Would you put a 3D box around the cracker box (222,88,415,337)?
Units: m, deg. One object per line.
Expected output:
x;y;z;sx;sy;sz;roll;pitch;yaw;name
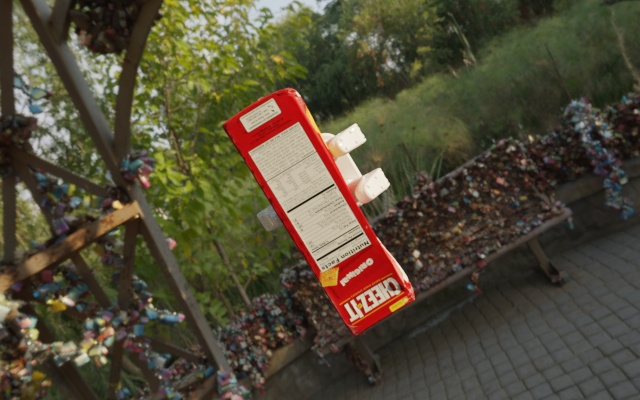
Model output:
0.000;0.001;0.472;0.072;0.214;0.164;-31;7;2;cracker box
